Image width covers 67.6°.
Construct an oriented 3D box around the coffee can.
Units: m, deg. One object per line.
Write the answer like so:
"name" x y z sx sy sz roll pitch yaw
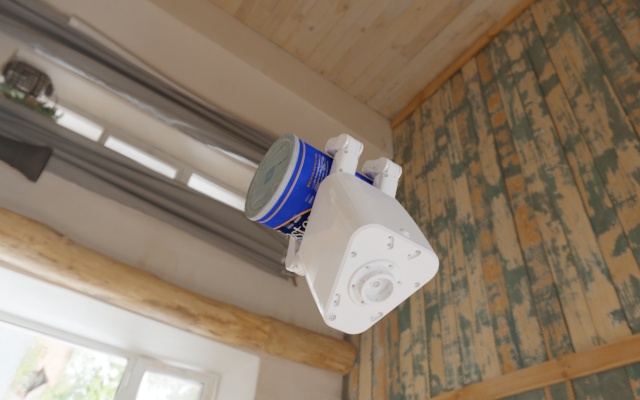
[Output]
"coffee can" 0.000 0.002 0.541 0.140 0.103 0.103 27 -12 -24
